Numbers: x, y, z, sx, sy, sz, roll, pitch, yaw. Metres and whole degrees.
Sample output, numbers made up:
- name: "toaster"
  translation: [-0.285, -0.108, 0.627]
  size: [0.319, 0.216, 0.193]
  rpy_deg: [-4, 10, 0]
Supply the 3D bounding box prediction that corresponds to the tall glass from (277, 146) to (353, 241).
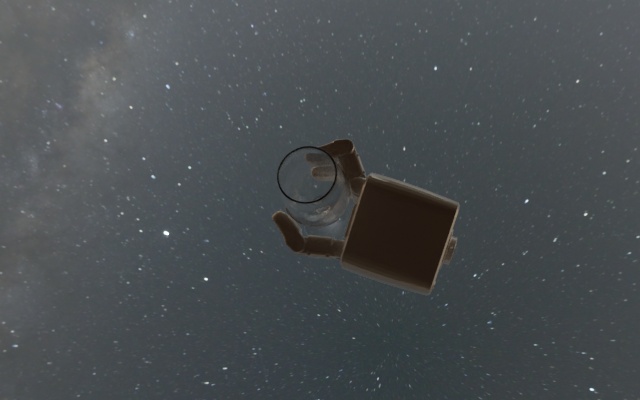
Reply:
- name: "tall glass"
  translation: [0.000, 0.002, 0.572]
  size: [0.079, 0.079, 0.201]
  rpy_deg: [0, -17, 9]
